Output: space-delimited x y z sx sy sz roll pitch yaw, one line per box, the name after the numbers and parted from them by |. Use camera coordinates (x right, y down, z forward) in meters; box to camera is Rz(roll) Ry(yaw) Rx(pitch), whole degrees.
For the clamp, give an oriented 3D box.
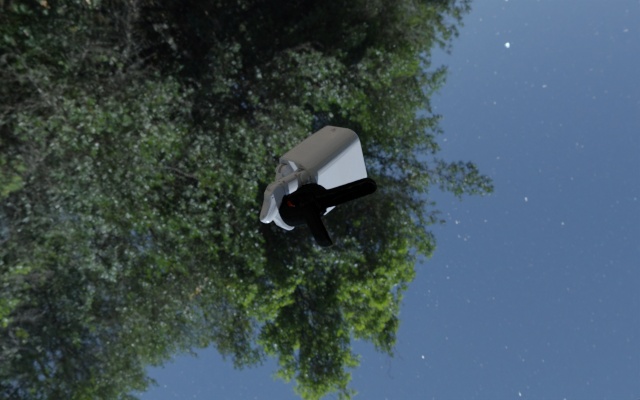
0.000 0.003 0.689 0.120 0.039 0.171 -39 31 -20 | clamp
